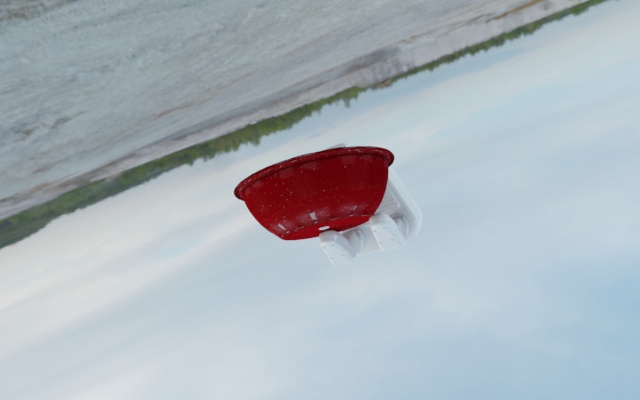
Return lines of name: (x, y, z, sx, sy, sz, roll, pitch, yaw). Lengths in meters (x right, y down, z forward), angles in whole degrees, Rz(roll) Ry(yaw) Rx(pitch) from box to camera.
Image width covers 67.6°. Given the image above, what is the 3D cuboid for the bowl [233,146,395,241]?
bowl: (-0.001, 0.002, 0.467, 0.162, 0.055, 0.162, -12, -12, -3)
